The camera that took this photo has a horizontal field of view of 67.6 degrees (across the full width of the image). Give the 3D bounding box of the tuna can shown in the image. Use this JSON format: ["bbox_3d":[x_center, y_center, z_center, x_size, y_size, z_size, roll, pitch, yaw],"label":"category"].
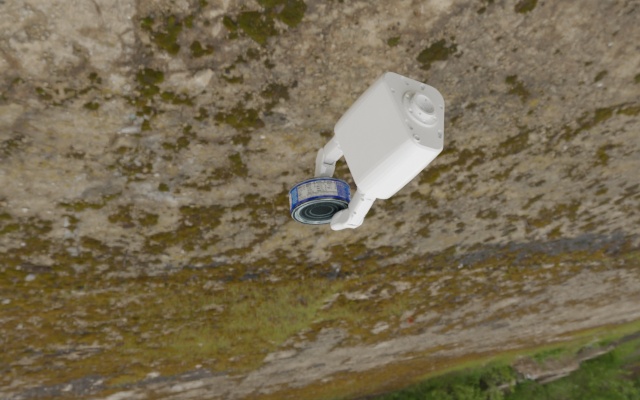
[{"bbox_3d":[0.000,0.003,0.654,0.086,0.033,0.086,-5,-25,-3],"label":"tuna can"}]
